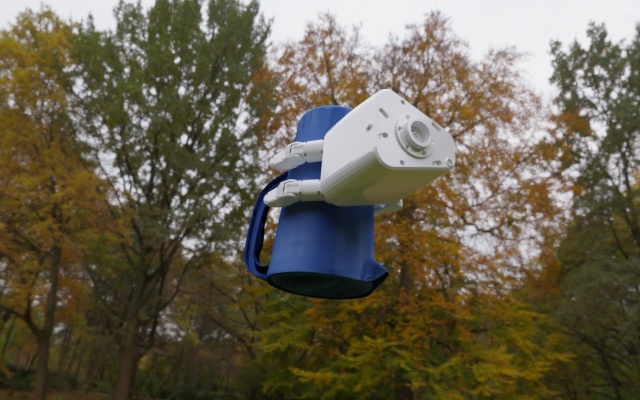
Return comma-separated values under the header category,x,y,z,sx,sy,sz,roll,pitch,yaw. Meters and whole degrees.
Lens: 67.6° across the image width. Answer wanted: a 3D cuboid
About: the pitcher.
category,x,y,z,sx,sy,sz,roll,pitch,yaw
pitcher,0.000,0.002,0.631,0.149,0.242,0.145,17,-26,-23
